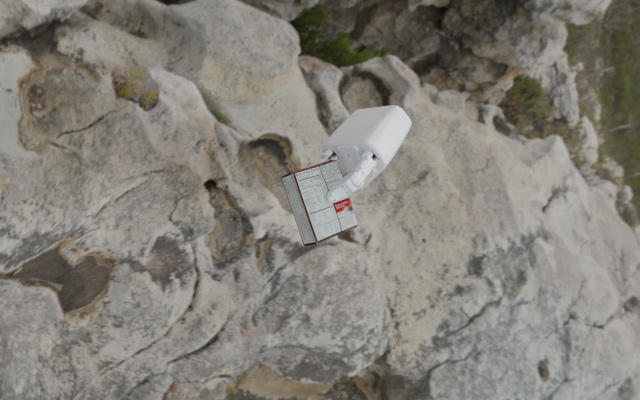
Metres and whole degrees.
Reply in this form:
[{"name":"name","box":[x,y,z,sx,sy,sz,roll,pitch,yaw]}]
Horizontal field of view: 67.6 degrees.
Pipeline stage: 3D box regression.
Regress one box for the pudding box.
[{"name":"pudding box","box":[0.000,0.002,0.725,0.090,0.113,0.039,-19,0,-37]}]
